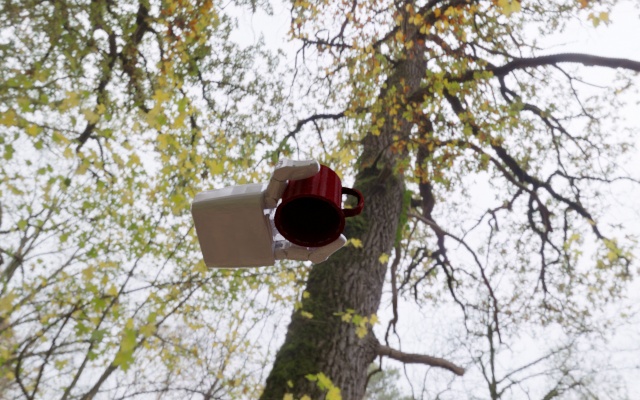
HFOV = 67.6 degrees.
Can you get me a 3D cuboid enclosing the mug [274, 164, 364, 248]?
[{"bbox_3d":[0.002,0.002,0.647,0.117,0.093,0.081,-4,38,9],"label":"mug"}]
